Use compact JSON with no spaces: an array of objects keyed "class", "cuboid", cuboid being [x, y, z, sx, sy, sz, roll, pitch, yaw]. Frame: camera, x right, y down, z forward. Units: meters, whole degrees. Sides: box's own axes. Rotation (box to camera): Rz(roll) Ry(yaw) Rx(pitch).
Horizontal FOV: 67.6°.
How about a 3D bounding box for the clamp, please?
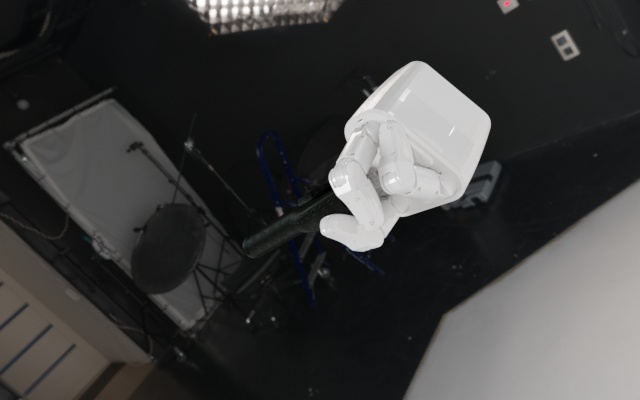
[{"class":"clamp","cuboid":[0.000,0.001,0.478,0.171,0.039,0.120,-23,22,47]}]
